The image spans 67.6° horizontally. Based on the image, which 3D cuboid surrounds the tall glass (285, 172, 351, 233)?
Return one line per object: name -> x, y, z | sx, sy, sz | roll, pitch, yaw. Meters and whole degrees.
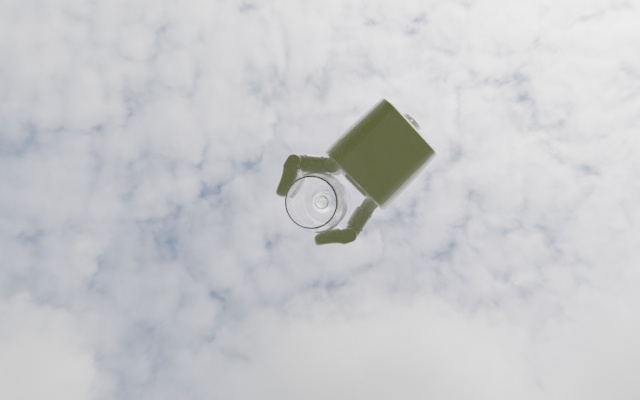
tall glass -> 0.000, 0.002, 0.646 | 0.079, 0.079, 0.201 | 0, 0, 7
